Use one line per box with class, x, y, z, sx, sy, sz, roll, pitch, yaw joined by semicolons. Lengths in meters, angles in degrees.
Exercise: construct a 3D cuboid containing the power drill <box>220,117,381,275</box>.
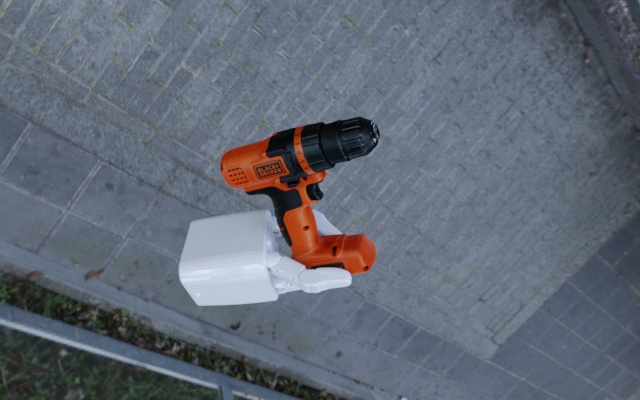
power drill;0.000;0.002;0.545;0.184;0.188;0.057;-11;30;24
